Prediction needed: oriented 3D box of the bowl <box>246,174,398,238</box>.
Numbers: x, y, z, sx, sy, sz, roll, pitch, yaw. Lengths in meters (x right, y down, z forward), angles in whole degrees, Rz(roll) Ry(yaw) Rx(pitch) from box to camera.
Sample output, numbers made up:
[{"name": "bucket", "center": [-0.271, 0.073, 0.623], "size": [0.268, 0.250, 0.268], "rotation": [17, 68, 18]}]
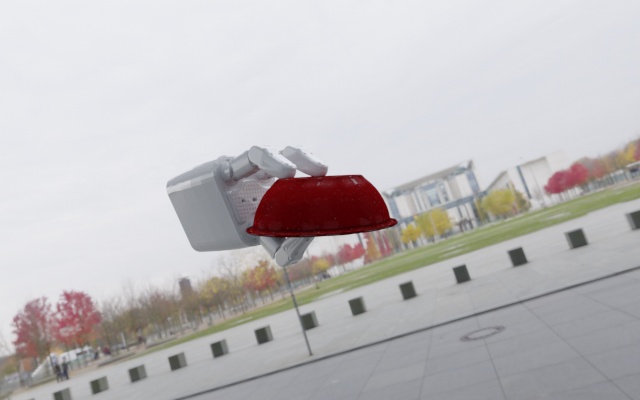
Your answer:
[{"name": "bowl", "center": [0.001, 0.001, 0.510], "size": [0.162, 0.055, 0.162], "rotation": [-3, 4, 0]}]
